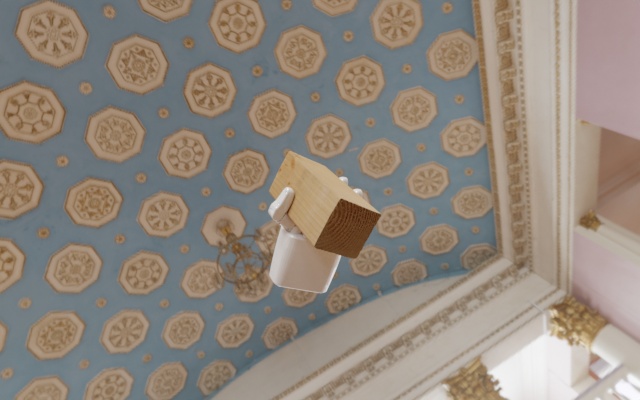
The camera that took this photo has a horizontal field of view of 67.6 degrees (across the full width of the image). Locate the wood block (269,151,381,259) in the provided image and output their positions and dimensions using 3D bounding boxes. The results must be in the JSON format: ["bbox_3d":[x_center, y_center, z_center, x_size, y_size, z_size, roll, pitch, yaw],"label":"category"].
[{"bbox_3d":[0.000,0.003,0.822,0.091,0.090,0.206,20,15,-35],"label":"wood block"}]
